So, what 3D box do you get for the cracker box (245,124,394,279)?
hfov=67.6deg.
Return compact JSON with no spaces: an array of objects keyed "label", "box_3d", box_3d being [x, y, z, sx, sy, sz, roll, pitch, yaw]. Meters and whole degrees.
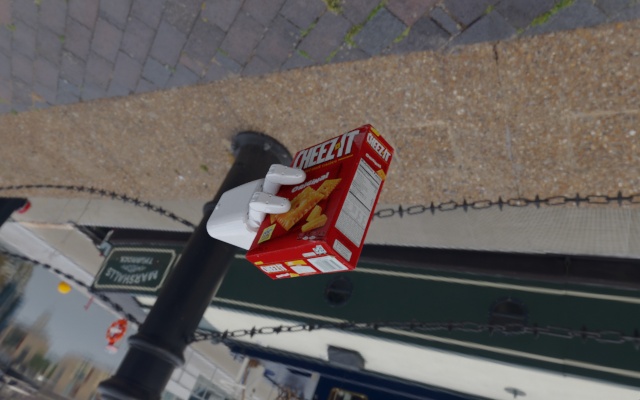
[{"label":"cracker box","box_3d":[0.000,0.003,0.696,0.164,0.213,0.072,-15,-48,43]}]
